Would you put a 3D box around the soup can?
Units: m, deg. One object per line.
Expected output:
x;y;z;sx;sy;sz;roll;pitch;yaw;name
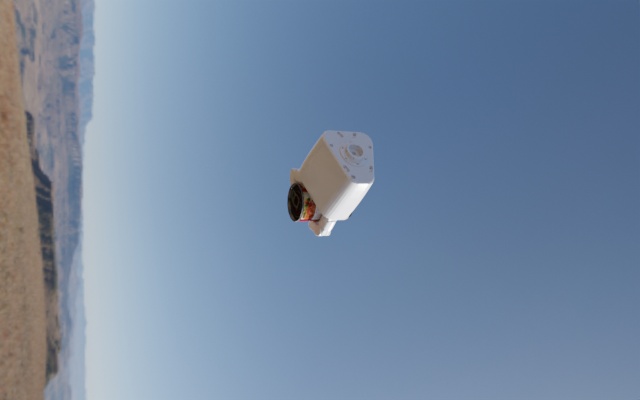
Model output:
0.000;0.003;0.856;0.102;0.068;0.068;-1;0;-26;soup can
